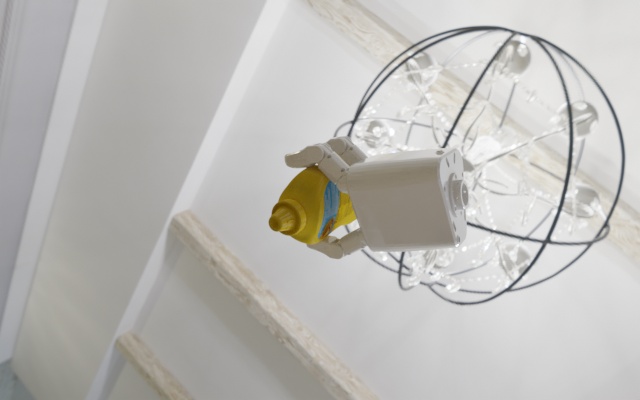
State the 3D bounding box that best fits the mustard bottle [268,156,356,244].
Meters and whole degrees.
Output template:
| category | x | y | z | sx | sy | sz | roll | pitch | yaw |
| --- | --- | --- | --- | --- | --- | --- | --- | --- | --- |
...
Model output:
| category | x | y | z | sx | sy | sz | roll | pitch | yaw |
| --- | --- | --- | --- | --- | --- | --- | --- | --- | --- |
| mustard bottle | 0.000 | 0.002 | 0.591 | 0.058 | 0.096 | 0.191 | 21 | 25 | 25 |
